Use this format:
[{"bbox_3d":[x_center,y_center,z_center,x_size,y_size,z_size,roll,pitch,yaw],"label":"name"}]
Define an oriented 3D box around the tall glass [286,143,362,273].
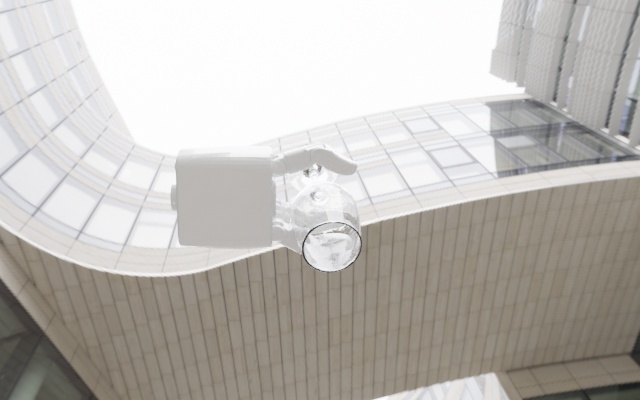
[{"bbox_3d":[0.000,0.001,0.567,0.079,0.079,0.201,0,27,-8],"label":"tall glass"}]
